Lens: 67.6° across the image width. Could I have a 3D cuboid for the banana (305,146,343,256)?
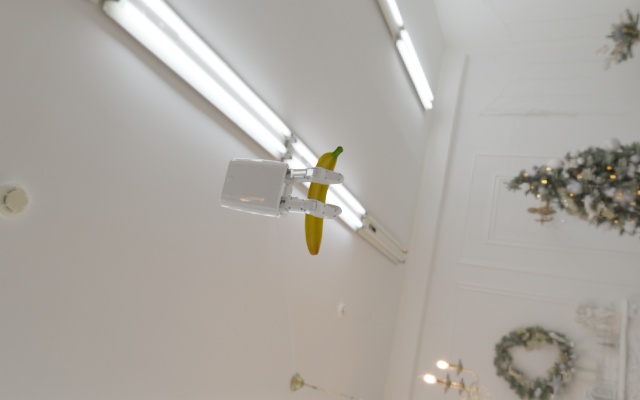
[{"bbox_3d":[-0.003,-0.003,0.861,0.037,0.198,0.069,11,4,-13],"label":"banana"}]
